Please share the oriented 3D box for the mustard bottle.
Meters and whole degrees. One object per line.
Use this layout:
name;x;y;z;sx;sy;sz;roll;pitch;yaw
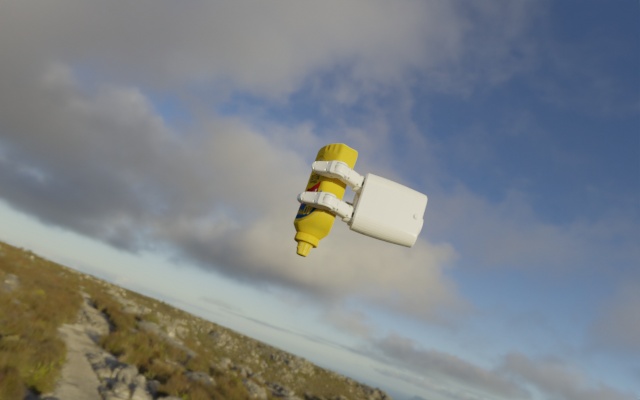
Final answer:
mustard bottle;0.000;0.002;0.799;0.058;0.191;0.096;27;-18;-24
